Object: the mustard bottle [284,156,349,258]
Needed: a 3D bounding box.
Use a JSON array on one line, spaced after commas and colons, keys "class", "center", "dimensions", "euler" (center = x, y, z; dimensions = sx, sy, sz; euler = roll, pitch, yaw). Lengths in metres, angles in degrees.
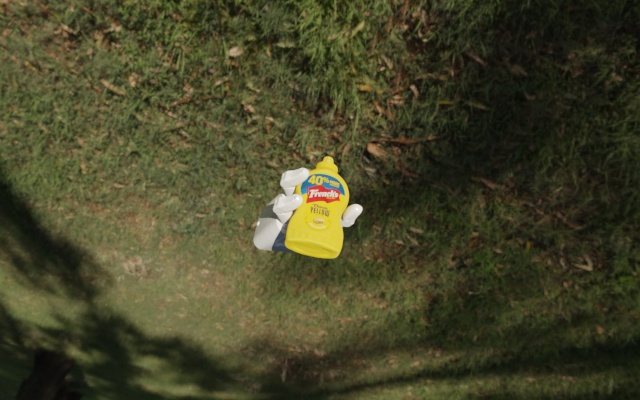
[{"class": "mustard bottle", "center": [0.000, 0.003, 0.840], "dimensions": [0.096, 0.191, 0.058], "euler": [12, -33, -3]}]
